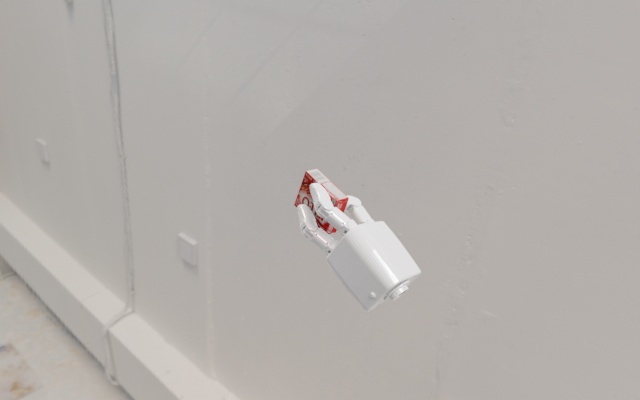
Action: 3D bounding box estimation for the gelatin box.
[{"bbox_3d":[0.000,0.002,0.793,0.030,0.073,0.089,-14,46,-41],"label":"gelatin box"}]
